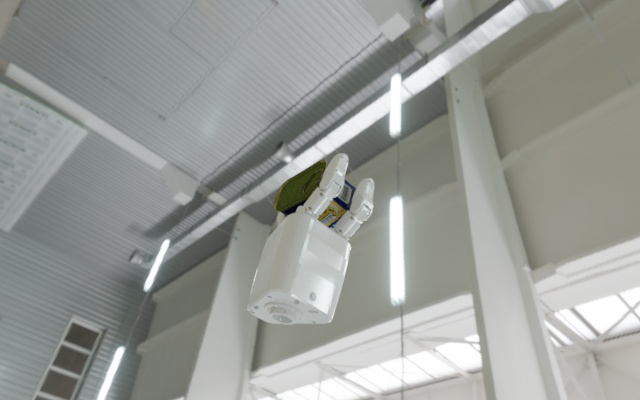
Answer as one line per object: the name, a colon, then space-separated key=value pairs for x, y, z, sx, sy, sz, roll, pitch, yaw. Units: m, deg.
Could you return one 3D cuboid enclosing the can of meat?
can of meat: x=0.000 y=0.002 z=0.661 sx=0.084 sy=0.057 sz=0.102 roll=37 pitch=-44 yaw=-27
